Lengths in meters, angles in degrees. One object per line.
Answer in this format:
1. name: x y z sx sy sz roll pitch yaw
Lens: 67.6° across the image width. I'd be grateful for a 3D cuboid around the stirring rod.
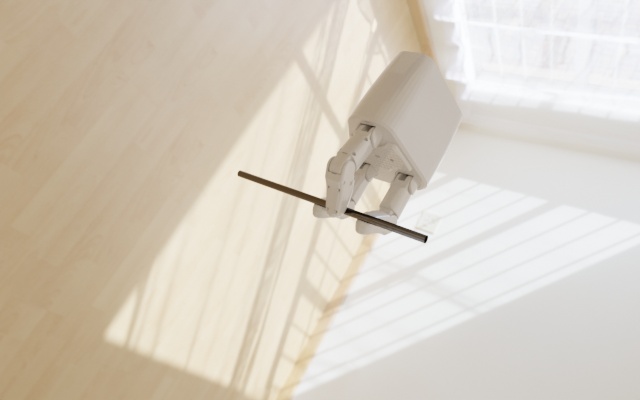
1. stirring rod: 0.000 0.002 0.494 0.239 0.011 0.011 19 11 33
